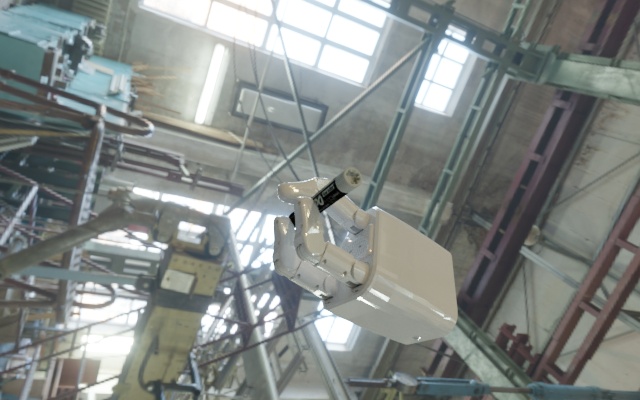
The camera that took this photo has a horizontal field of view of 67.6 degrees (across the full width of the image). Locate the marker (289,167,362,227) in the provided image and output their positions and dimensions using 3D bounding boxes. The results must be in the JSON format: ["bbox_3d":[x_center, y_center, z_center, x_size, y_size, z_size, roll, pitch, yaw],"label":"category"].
[{"bbox_3d":[0.000,0.001,0.453,0.020,0.020,0.121,0,-21,-30],"label":"marker"}]
